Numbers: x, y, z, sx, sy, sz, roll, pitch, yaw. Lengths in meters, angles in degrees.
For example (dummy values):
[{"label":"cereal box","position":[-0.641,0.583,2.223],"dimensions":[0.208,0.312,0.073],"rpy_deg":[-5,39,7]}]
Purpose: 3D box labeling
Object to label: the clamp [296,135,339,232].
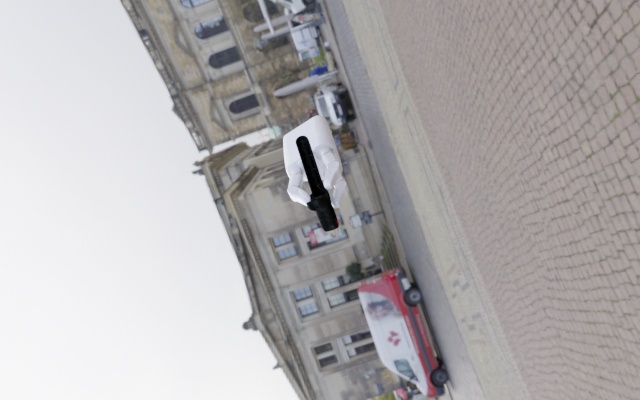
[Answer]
[{"label":"clamp","position":[-0.001,0.003,0.898],"dimensions":[0.036,0.164,0.210],"rpy_deg":[-15,-44,7]}]
